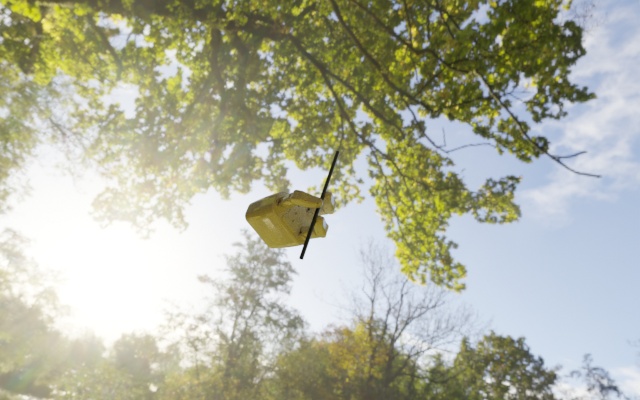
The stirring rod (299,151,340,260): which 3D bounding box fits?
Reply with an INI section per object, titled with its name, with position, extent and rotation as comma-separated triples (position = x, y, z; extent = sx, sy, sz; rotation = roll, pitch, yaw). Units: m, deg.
[stirring rod]
position = 0.000, 0.003, 0.899
extent = 0.011, 0.239, 0.011
rotation = 15, -29, 8
